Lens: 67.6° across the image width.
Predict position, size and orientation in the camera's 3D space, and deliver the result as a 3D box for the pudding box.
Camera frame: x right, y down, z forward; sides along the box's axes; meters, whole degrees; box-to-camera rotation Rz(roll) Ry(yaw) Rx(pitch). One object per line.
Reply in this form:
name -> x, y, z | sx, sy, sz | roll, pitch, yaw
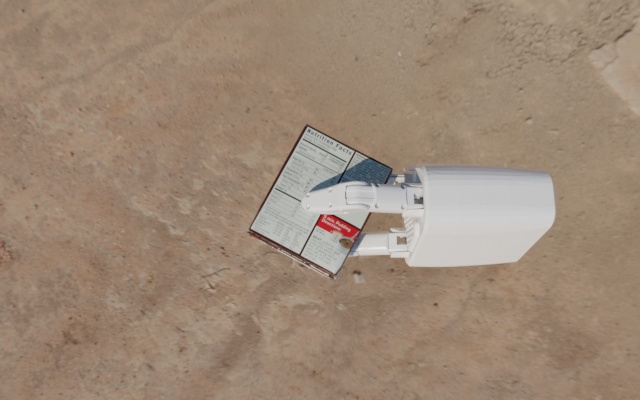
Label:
pudding box -> 0.000, 0.001, 0.429 | 0.090, 0.113, 0.039 | 28, -11, 4
